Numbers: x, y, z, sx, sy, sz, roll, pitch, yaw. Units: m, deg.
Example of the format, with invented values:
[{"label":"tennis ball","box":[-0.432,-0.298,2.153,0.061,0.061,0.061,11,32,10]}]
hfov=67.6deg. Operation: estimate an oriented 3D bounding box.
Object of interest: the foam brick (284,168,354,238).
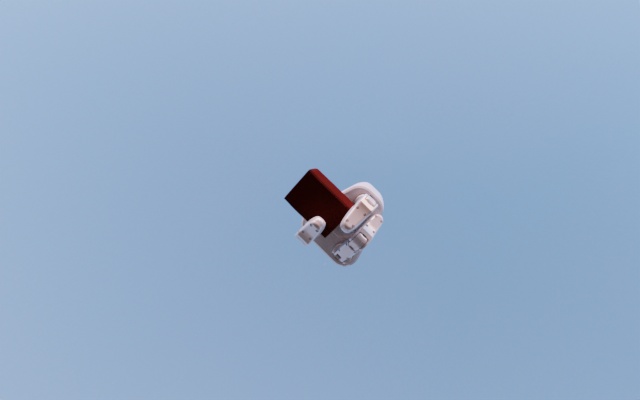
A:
[{"label":"foam brick","box":[0.000,0.002,0.635,0.053,0.078,0.051,-46,-1,12]}]
